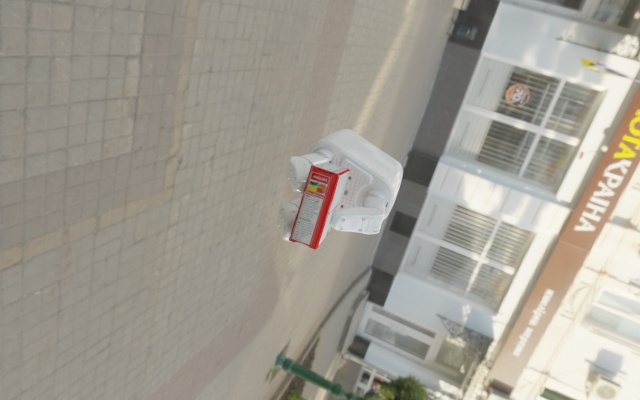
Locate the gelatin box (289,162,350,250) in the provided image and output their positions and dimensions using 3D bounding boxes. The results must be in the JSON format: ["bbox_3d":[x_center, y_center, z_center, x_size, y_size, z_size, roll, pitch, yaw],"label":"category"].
[{"bbox_3d":[0.000,0.002,0.468,0.030,0.073,0.089,19,10,6],"label":"gelatin box"}]
